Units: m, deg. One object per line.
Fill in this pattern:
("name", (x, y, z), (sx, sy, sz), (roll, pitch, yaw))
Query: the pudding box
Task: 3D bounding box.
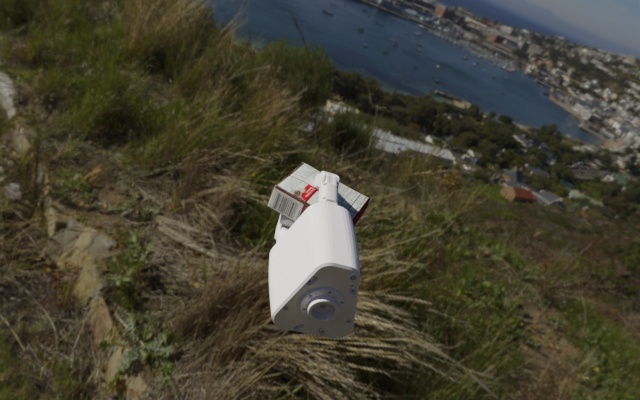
("pudding box", (0.000, 0.002, 0.642), (0.113, 0.039, 0.090), (30, 33, 9))
